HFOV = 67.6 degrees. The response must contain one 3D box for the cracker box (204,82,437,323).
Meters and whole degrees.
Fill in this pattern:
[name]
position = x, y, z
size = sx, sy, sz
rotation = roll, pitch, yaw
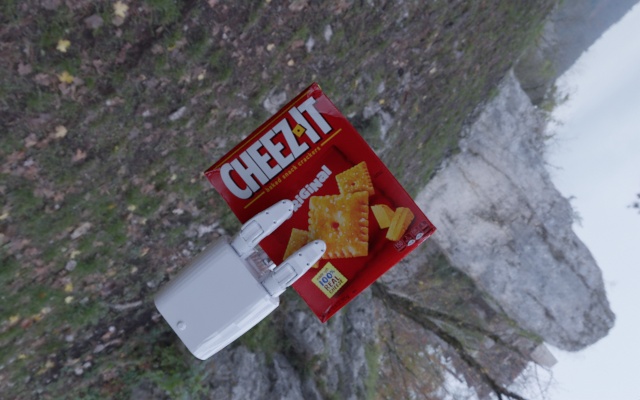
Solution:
[cracker box]
position = 0.000, 0.002, 0.544
size = 0.164, 0.213, 0.072
rotation = -39, -3, 1
